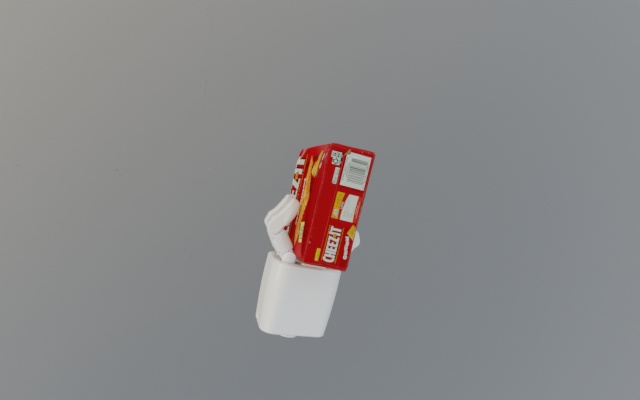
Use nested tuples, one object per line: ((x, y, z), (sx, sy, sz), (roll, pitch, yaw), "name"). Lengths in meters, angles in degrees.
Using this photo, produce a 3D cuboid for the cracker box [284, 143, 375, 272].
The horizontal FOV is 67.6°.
((0.000, 0.002, 0.720), (0.072, 0.164, 0.213), (13, 1, -14), "cracker box")
